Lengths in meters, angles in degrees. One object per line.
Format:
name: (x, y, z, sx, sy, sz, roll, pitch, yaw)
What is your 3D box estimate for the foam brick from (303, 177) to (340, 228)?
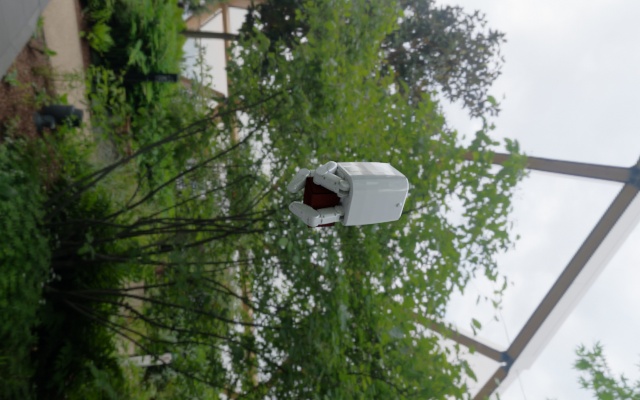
foam brick: (0.000, 0.003, 0.849, 0.051, 0.078, 0.053, -3, 39, -16)
